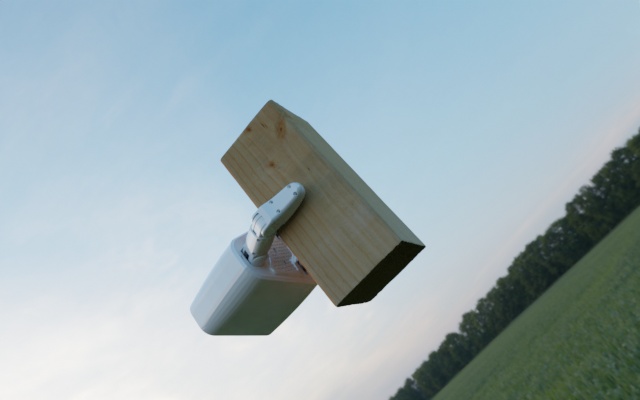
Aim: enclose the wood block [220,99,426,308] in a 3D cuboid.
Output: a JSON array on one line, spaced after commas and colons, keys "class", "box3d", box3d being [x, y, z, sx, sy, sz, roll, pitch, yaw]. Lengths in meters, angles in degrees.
[{"class": "wood block", "box3d": [0.000, 0.002, 0.503, 0.206, 0.090, 0.091, 48, 15, 24]}]
